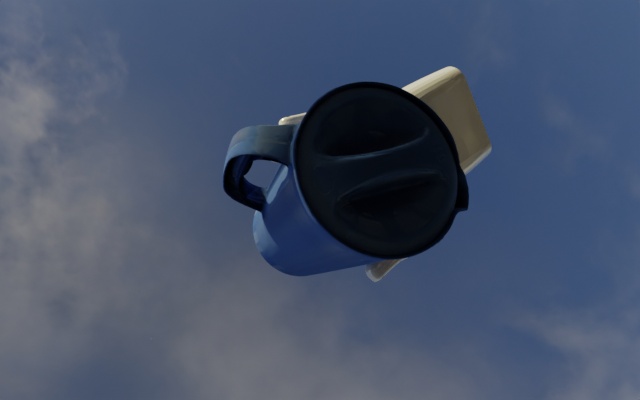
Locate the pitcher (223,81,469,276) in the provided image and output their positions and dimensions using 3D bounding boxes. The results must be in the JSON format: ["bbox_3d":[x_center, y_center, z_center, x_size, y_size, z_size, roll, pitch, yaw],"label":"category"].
[{"bbox_3d":[0.000,0.001,0.441,0.145,0.149,0.243,-35,-2,-24],"label":"pitcher"}]
